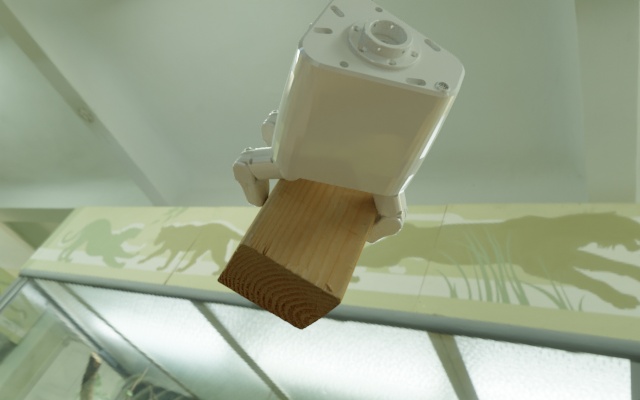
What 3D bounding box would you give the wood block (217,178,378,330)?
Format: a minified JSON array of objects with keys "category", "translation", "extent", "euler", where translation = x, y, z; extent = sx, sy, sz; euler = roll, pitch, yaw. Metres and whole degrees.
[{"category":"wood block","translation":[0.001,0.001,0.450],"extent":[0.091,0.206,0.090],"euler":[32,-37,-6]}]
